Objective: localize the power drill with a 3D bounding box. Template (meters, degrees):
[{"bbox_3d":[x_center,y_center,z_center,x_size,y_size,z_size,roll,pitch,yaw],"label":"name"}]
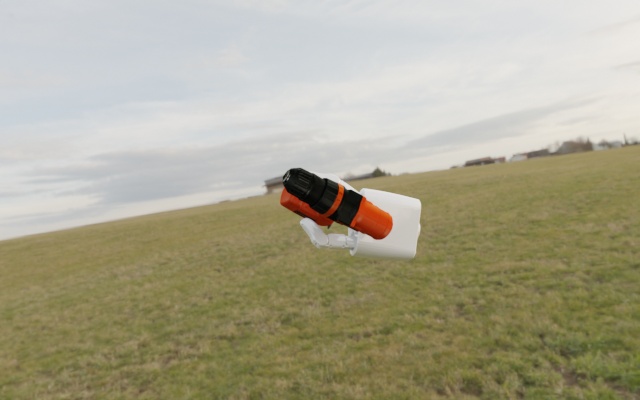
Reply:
[{"bbox_3d":[0.000,0.003,0.754,0.184,0.057,0.187,29,-7,-21],"label":"power drill"}]
